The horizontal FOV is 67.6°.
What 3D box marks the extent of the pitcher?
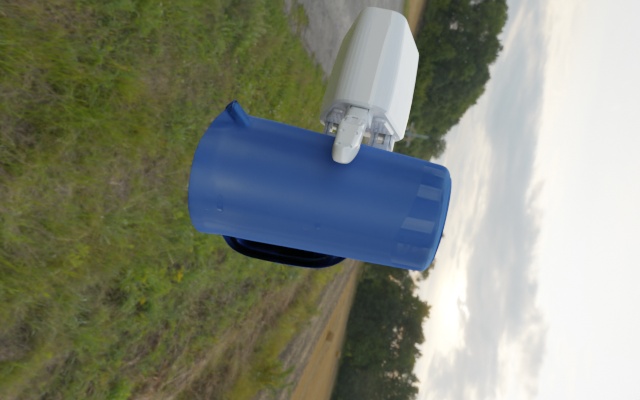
[{"bbox_3d":[0.000,0.001,0.495,0.243,0.145,0.149,13,-9,7],"label":"pitcher"}]
